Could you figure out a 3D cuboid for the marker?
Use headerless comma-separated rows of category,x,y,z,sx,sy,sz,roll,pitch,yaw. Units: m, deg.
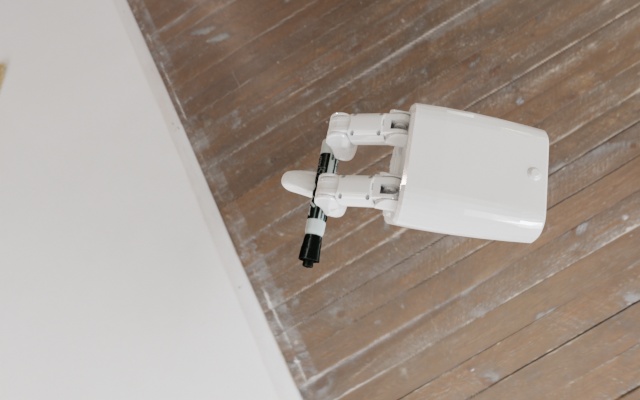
marker,0.000,0.001,0.433,0.020,0.121,0.020,10,-18,3
